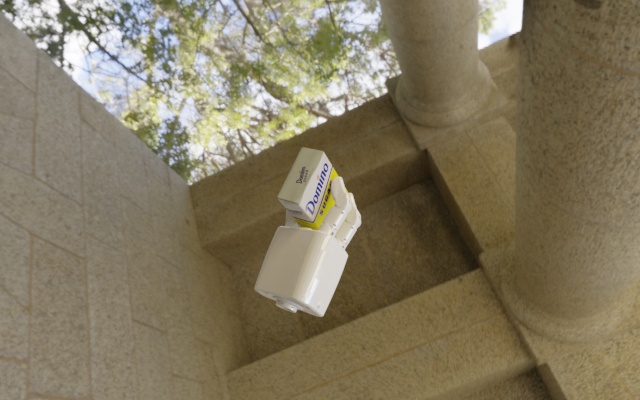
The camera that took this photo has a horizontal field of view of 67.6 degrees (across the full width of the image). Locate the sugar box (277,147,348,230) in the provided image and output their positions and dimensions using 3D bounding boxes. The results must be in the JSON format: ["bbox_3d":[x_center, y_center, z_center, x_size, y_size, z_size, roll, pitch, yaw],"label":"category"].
[{"bbox_3d":[0.001,0.003,0.762,0.048,0.093,0.176,15,-20,26],"label":"sugar box"}]
